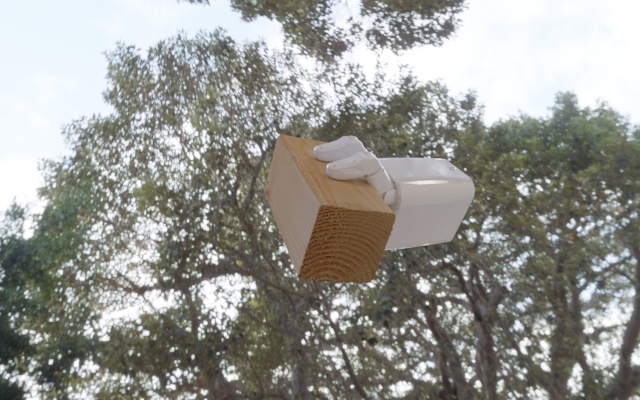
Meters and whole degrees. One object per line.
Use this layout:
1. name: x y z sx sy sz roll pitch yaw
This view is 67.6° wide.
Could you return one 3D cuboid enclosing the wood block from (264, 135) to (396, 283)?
1. wood block: 0.000 0.002 0.583 0.090 0.091 0.206 7 24 -21
